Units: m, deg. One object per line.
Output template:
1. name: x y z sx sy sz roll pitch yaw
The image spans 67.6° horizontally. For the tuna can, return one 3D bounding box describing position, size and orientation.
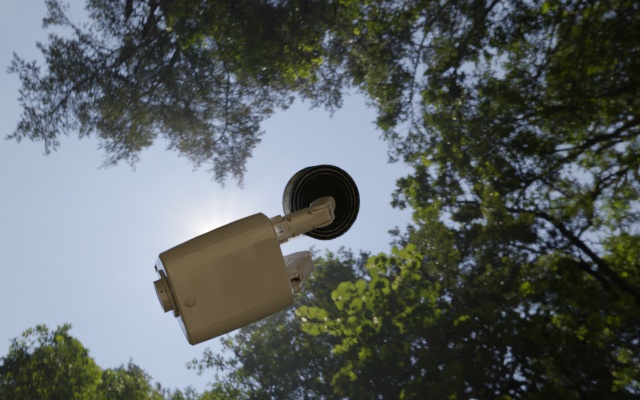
1. tuna can: 0.000 0.002 0.548 0.086 0.086 0.034 0 2 -23
